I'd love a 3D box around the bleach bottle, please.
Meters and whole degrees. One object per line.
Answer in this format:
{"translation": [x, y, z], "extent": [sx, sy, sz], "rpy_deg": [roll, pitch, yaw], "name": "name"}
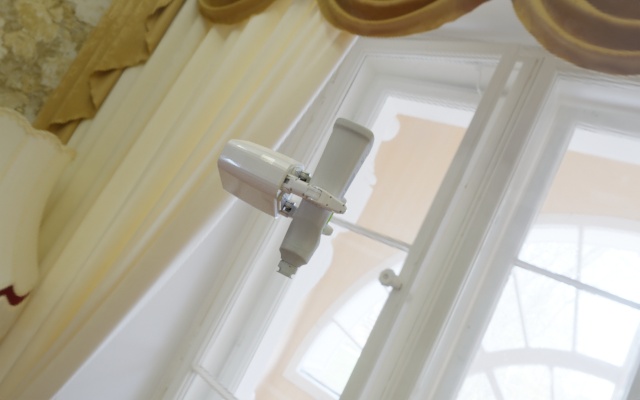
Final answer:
{"translation": [0.000, 0.002, 0.741], "extent": [0.068, 0.251, 0.102], "rpy_deg": [26, -9, 8], "name": "bleach bottle"}
